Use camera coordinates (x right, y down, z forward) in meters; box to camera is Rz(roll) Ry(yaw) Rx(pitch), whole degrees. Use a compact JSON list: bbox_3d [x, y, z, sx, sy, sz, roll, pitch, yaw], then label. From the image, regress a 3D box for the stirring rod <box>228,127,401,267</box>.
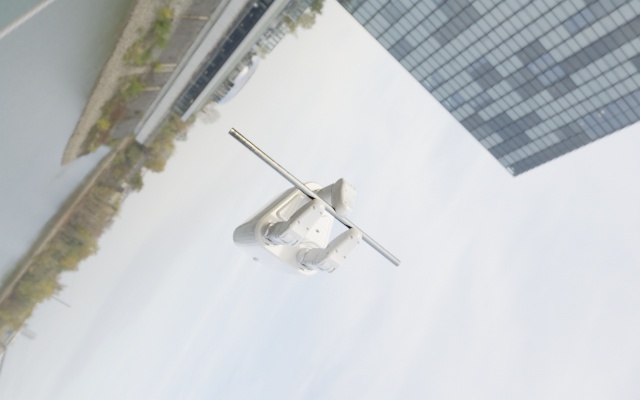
[{"bbox_3d":[0.000,0.002,0.510,0.239,0.011,0.011,39,-14,-19],"label":"stirring rod"}]
